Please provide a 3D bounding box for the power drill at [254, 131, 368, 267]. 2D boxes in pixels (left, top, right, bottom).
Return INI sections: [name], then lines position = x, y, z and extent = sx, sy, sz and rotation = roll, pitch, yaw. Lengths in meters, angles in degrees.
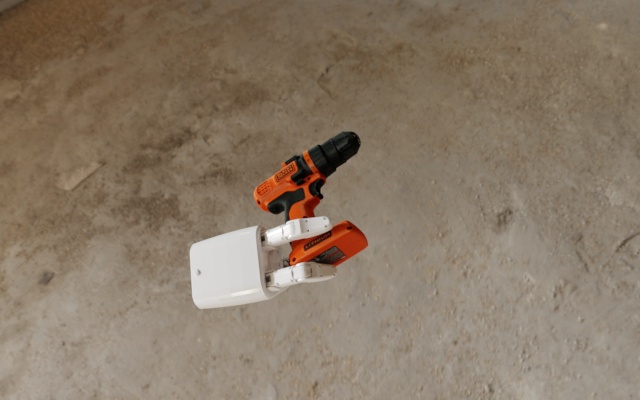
[power drill]
position = 0.000, 0.003, 0.677
extent = 0.184, 0.187, 0.057
rotation = -34, -44, 13
